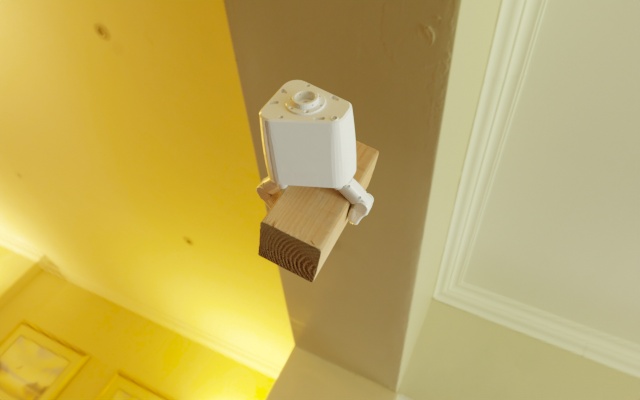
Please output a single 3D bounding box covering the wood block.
[{"bbox_3d":[0.000,0.002,0.702,0.091,0.206,0.090,26,-37,10],"label":"wood block"}]
